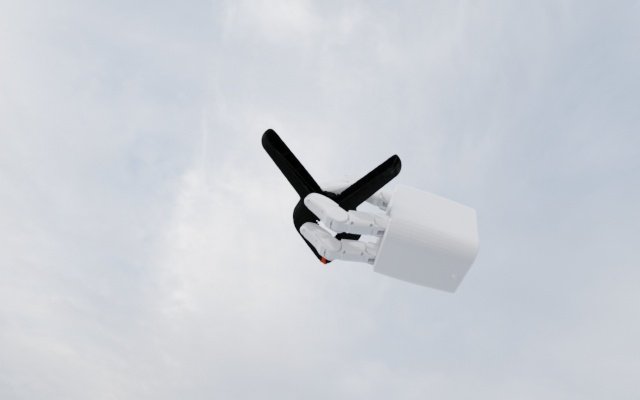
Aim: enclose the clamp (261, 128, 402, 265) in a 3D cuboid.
[{"bbox_3d":[0.001,0.002,0.604,0.164,0.210,0.036,19,47,8],"label":"clamp"}]
